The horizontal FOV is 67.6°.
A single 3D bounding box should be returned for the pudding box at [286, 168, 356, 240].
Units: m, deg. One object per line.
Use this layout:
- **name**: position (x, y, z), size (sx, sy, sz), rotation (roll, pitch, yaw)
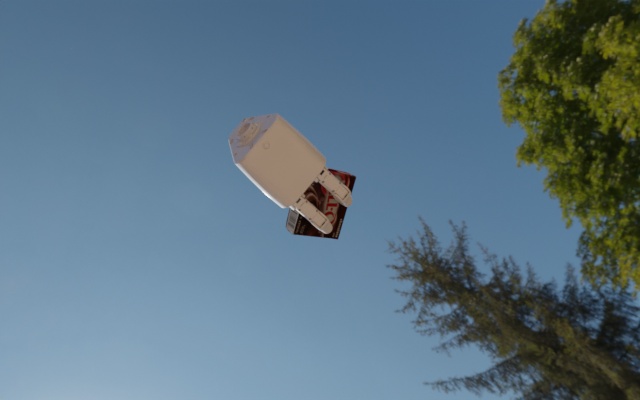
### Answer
- **pudding box**: position (0.000, 0.002, 0.774), size (0.090, 0.113, 0.039), rotation (9, 14, -33)
